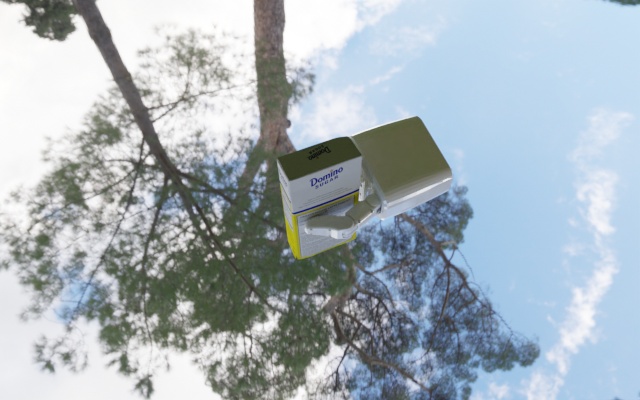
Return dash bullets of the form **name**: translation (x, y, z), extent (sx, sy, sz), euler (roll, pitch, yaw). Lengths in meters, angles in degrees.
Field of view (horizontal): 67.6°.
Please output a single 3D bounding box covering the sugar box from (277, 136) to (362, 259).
- **sugar box**: translation (0.000, 0.002, 0.608), extent (0.093, 0.048, 0.176), euler (-20, -37, -14)
